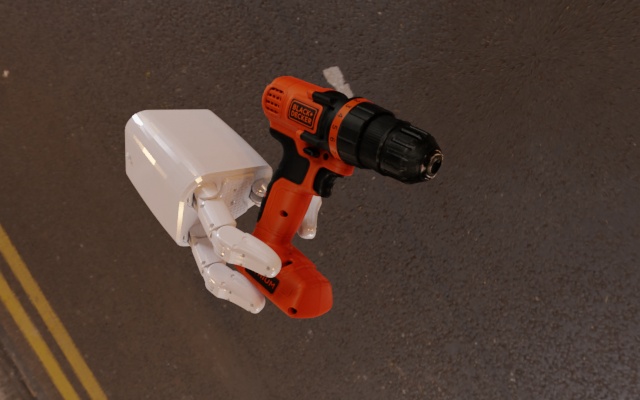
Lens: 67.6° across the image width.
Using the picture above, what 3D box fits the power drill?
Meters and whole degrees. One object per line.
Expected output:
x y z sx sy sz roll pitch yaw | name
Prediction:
0.000 0.002 0.408 0.057 0.188 0.184 3 22 -45 | power drill
